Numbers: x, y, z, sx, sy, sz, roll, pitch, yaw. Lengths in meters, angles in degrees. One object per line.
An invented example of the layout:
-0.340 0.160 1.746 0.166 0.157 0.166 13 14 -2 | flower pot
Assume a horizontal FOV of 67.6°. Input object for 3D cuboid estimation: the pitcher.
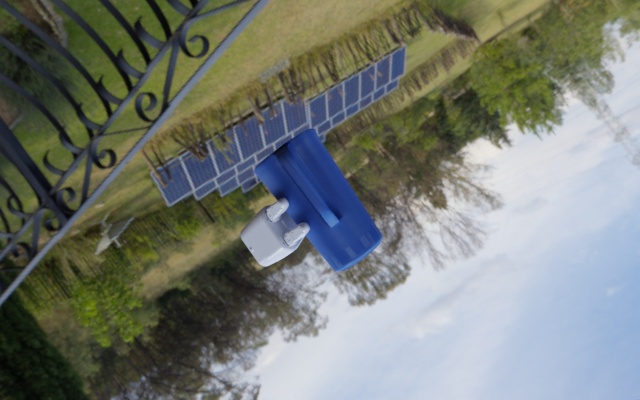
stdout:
0.000 0.003 0.848 0.149 0.243 0.145 -35 -1 -44 | pitcher
